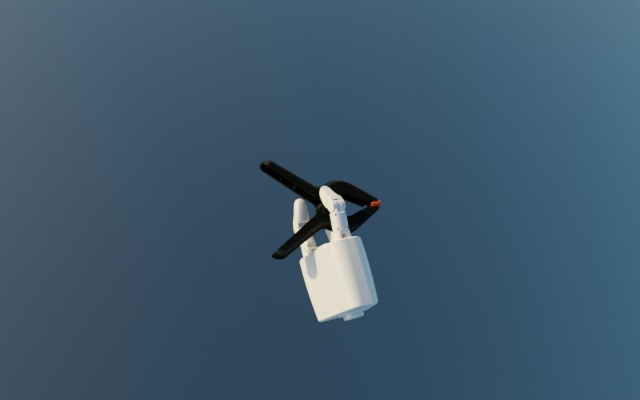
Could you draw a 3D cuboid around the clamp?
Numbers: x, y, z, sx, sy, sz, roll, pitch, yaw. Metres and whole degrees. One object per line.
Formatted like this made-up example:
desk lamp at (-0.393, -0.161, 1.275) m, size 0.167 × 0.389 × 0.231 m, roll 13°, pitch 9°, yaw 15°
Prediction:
clamp at (0.001, 0.002, 0.791) m, size 0.210 × 0.164 × 0.036 m, roll -8°, pitch -17°, yaw -25°
